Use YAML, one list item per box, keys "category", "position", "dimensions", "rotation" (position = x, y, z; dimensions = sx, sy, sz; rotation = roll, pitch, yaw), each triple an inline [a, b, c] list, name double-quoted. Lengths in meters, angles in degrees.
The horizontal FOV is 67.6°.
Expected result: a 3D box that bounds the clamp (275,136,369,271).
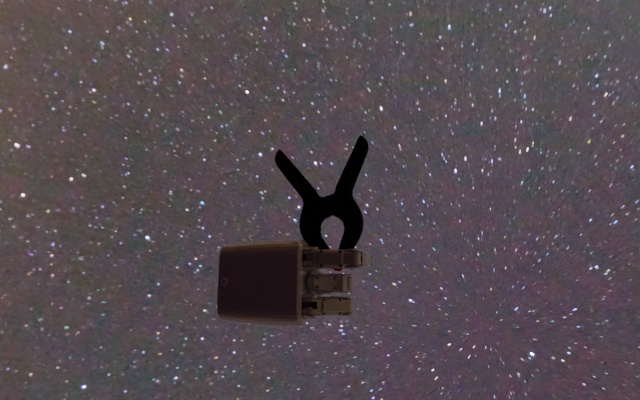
- category: "clamp"
  position: [0.000, 0.002, 0.599]
  dimensions: [0.120, 0.171, 0.039]
  rotation: [-2, -15, 13]
